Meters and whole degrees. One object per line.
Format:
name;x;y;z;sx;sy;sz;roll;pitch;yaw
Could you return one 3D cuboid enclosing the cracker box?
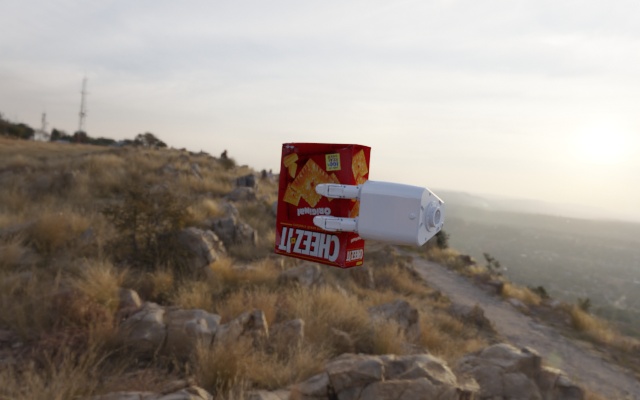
cracker box;0.000;0.003;0.868;0.164;0.214;0.072;7;4;36
